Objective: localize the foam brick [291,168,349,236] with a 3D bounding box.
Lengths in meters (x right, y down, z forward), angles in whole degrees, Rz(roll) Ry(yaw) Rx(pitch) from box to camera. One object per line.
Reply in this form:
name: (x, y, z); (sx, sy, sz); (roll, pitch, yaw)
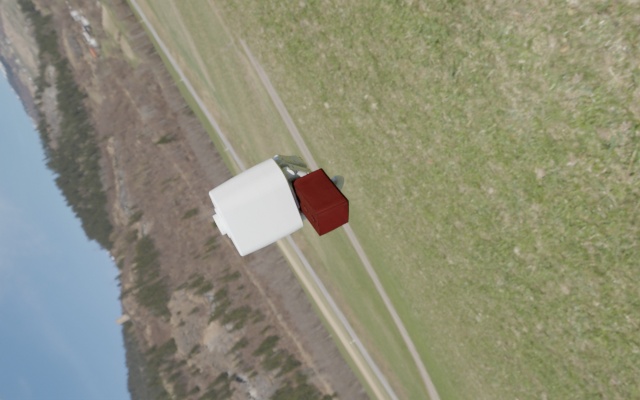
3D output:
foam brick: (0.000, 0.002, 0.696); (0.051, 0.053, 0.078); (-26, 52, -17)
